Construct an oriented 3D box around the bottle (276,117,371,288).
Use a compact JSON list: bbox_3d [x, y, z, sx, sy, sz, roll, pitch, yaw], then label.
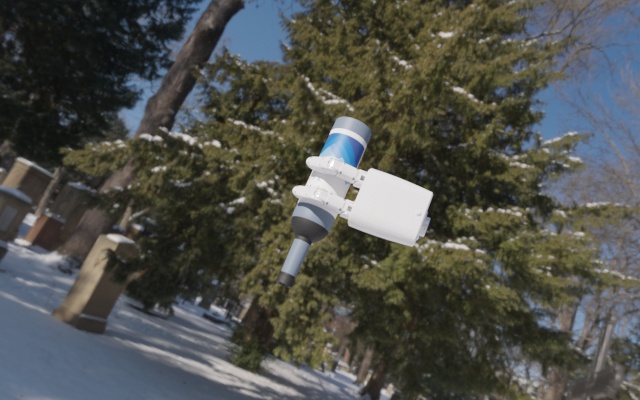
[{"bbox_3d":[0.000,0.002,0.782,0.069,0.295,0.069,22,-17,7],"label":"bottle"}]
